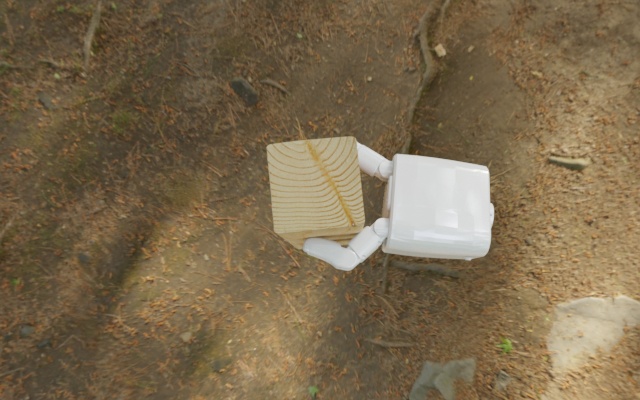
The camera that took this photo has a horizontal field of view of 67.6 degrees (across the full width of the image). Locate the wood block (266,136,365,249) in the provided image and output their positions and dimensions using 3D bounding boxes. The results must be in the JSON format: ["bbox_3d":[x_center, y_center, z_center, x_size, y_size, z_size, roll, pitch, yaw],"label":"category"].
[{"bbox_3d":[0.000,0.001,0.558,0.090,0.091,0.206,-6,-10,2],"label":"wood block"}]
